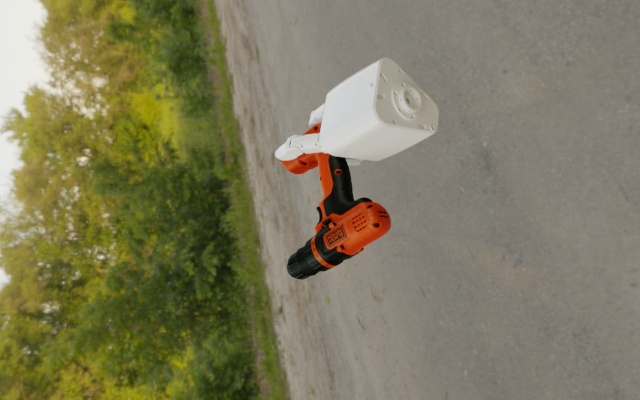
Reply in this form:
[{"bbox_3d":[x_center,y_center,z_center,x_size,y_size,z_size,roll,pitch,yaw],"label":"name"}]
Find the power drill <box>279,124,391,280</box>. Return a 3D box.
[{"bbox_3d":[0.000,0.002,0.679,0.184,0.187,0.057,-34,-26,34],"label":"power drill"}]
